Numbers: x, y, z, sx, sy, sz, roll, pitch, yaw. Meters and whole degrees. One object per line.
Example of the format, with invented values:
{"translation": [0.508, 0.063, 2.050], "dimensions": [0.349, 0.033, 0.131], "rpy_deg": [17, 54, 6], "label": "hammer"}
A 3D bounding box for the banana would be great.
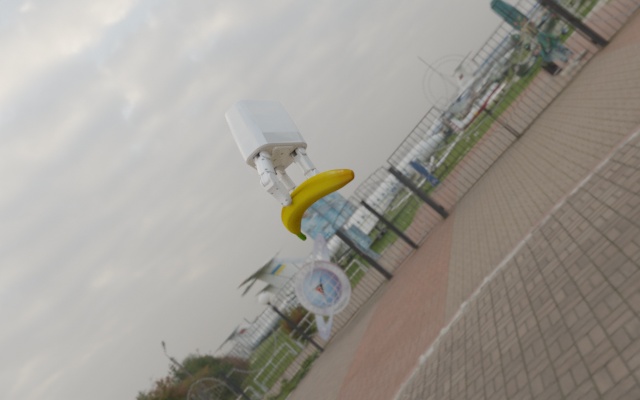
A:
{"translation": [-0.018, 0.001, 0.776], "dimensions": [0.069, 0.037, 0.198], "rpy_deg": [11, -37, -22], "label": "banana"}
